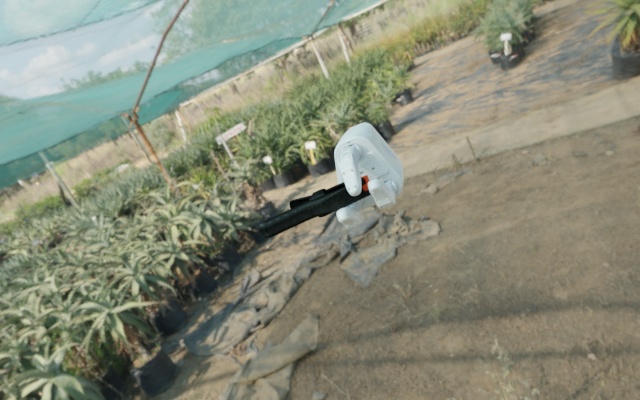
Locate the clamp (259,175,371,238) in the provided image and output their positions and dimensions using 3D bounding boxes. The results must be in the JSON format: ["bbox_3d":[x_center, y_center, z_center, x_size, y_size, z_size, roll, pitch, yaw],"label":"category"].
[{"bbox_3d":[0.000,0.002,0.703,0.171,0.039,0.120,-20,16,18],"label":"clamp"}]
